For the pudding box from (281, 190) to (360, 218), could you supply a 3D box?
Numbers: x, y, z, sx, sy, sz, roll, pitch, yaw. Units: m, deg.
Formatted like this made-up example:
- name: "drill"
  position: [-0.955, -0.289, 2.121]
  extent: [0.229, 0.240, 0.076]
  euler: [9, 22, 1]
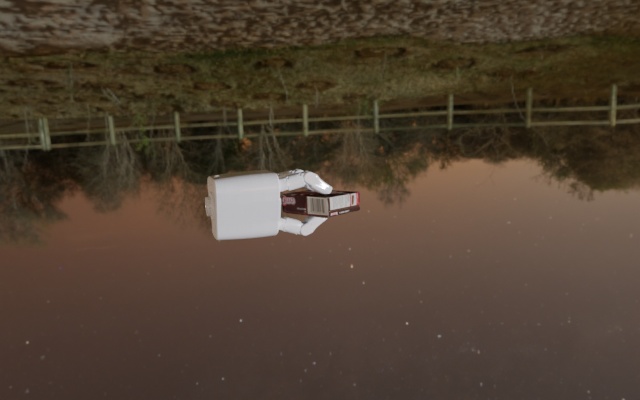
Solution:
- name: "pudding box"
  position: [0.000, 0.003, 0.853]
  extent: [0.113, 0.039, 0.090]
  euler: [7, 13, 41]
